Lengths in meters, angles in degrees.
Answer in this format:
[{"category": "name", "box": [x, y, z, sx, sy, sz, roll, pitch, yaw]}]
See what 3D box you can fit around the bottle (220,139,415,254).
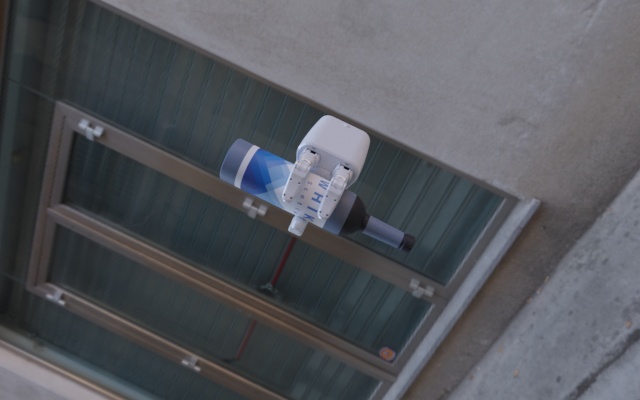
[{"category": "bottle", "box": [0.000, 0.002, 0.700, 0.296, 0.069, 0.069, 26, 0, 1]}]
